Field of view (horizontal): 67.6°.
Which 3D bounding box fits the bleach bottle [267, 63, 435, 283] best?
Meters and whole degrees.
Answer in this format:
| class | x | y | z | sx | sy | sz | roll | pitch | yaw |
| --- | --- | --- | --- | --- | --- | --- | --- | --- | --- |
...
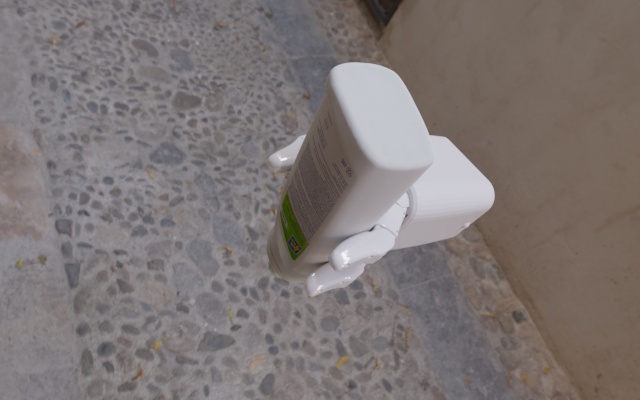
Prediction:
| class | x | y | z | sx | sy | sz | roll | pitch | yaw |
| --- | --- | --- | --- | --- | --- | --- | --- | --- | --- |
| bleach bottle | 0.000 | 0.001 | 0.436 | 0.068 | 0.102 | 0.251 | -5 | -29 | -28 |
